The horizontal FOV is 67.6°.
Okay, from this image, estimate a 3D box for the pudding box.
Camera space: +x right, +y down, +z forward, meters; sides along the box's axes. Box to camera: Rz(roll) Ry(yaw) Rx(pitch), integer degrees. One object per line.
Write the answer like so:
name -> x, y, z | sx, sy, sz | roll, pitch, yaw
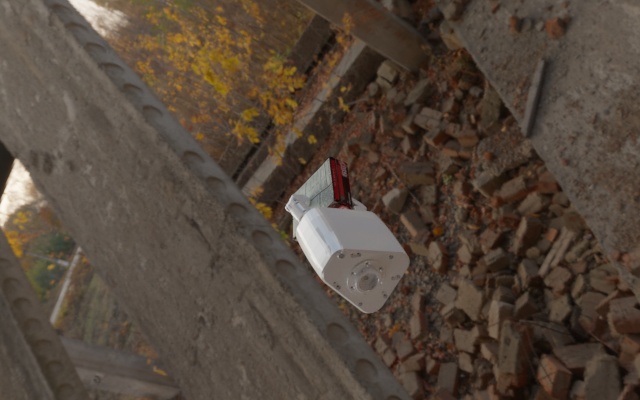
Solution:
pudding box -> 0.000, 0.002, 0.722 | 0.039, 0.090, 0.113 | 23, -46, -29
